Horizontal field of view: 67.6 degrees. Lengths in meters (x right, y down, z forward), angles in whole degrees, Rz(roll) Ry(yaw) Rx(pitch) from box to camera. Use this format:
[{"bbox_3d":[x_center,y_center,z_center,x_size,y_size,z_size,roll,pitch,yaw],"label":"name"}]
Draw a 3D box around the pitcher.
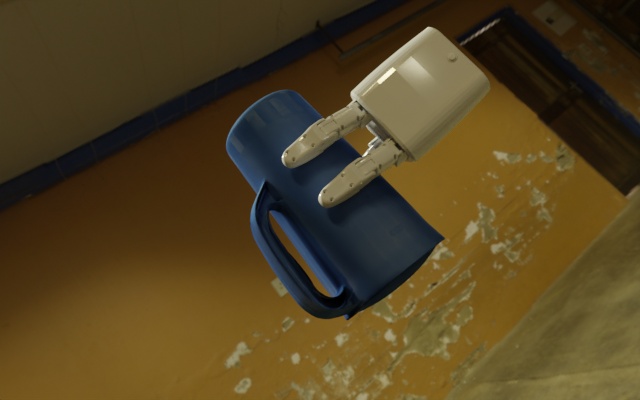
[{"bbox_3d":[0.000,0.002,0.515,0.145,0.242,0.149,-42,-14,5],"label":"pitcher"}]
